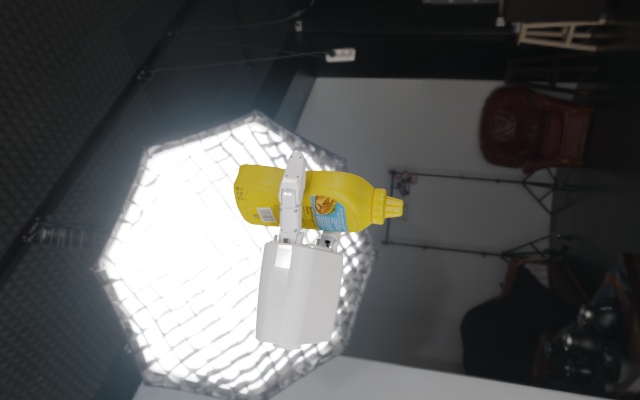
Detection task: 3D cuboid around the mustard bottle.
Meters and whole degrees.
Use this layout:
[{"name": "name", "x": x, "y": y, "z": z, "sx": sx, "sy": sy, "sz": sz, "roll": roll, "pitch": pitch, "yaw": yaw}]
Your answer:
[{"name": "mustard bottle", "x": 0.000, "y": 0.002, "z": 0.564, "sx": 0.191, "sy": 0.058, "sz": 0.096, "roll": 5, "pitch": -33, "yaw": 12}]
